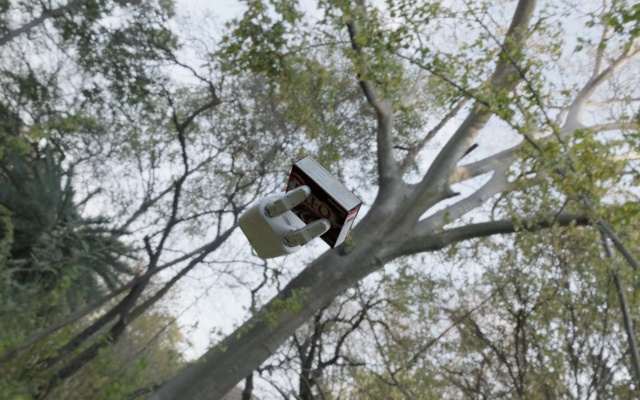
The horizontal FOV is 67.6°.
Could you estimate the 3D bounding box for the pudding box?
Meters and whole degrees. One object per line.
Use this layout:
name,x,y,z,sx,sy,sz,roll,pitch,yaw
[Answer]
pudding box,0.000,0.002,0.693,0.113,0.090,0.039,40,52,18
